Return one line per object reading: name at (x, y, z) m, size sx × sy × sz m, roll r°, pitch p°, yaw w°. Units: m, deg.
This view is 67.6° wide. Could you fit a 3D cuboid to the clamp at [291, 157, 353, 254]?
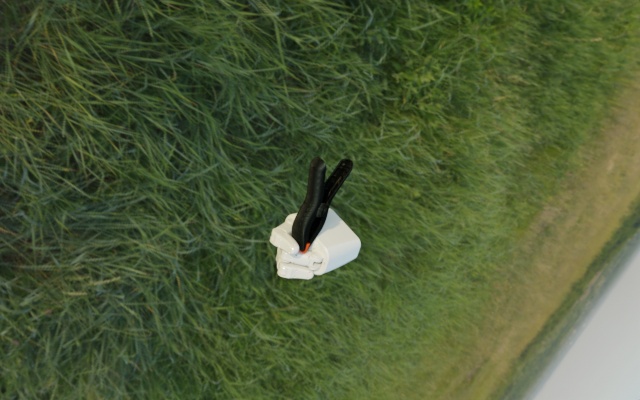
clamp at (0.000, 0.003, 0.777) m, size 0.039 × 0.171 × 0.120 m, roll 34°, pitch 27°, yaw 27°
